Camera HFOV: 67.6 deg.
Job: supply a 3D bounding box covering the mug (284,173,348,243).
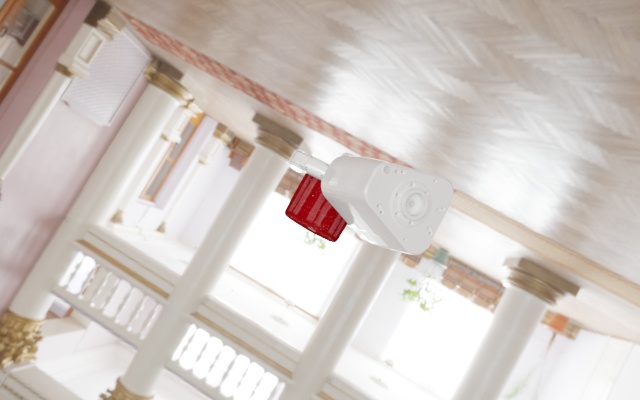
[{"bbox_3d":[-0.001,0.002,0.646,0.093,0.081,0.117,32,-8,-22],"label":"mug"}]
